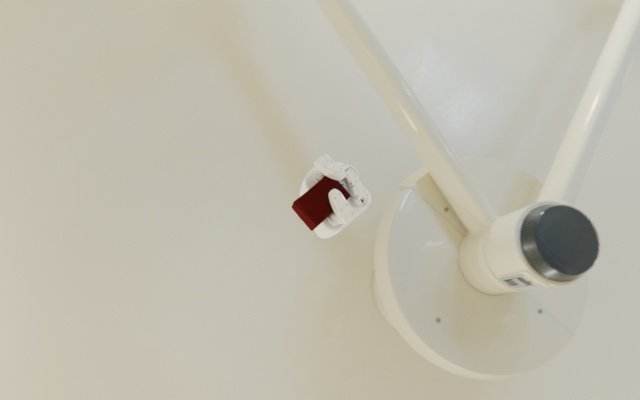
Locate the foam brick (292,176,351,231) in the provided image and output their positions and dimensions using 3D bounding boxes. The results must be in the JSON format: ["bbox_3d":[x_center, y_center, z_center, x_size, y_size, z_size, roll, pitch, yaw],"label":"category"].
[{"bbox_3d":[0.000,0.003,0.760,0.078,0.053,0.051,-40,-3,-16],"label":"foam brick"}]
